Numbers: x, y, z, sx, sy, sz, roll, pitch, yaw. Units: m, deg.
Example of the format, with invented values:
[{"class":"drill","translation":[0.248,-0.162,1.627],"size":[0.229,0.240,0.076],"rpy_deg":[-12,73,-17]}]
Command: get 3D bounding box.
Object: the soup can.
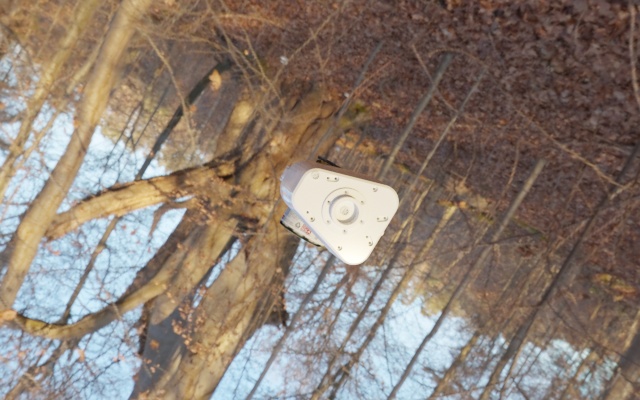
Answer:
[{"class":"soup can","translation":[0.000,0.002,0.627],"size":[0.068,0.102,0.068],"rpy_deg":[31,1,-1]}]
